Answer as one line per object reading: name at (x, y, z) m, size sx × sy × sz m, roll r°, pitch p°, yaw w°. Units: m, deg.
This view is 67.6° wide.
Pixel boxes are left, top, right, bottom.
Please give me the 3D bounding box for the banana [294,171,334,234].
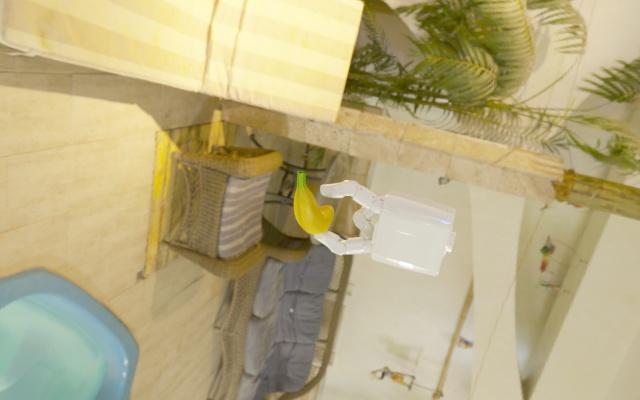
banana at (-0.006, 0.019, 0.732) m, size 0.037 × 0.069 × 0.198 m, roll 15°, pitch -12°, yaw 14°
